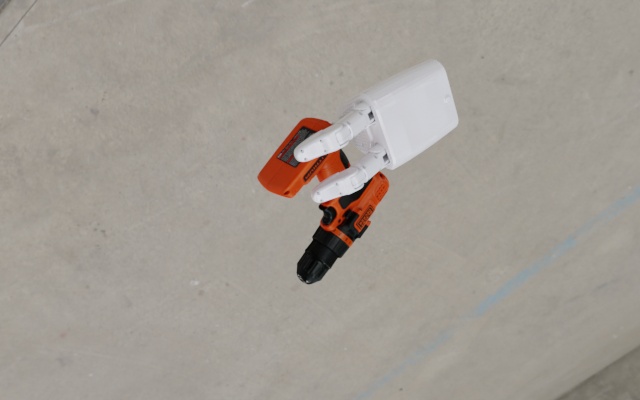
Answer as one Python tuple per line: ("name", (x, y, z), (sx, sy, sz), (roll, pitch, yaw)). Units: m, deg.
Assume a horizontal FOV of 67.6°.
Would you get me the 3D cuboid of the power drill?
("power drill", (0.000, 0.002, 0.602), (0.057, 0.184, 0.188), (27, -14, 37))
